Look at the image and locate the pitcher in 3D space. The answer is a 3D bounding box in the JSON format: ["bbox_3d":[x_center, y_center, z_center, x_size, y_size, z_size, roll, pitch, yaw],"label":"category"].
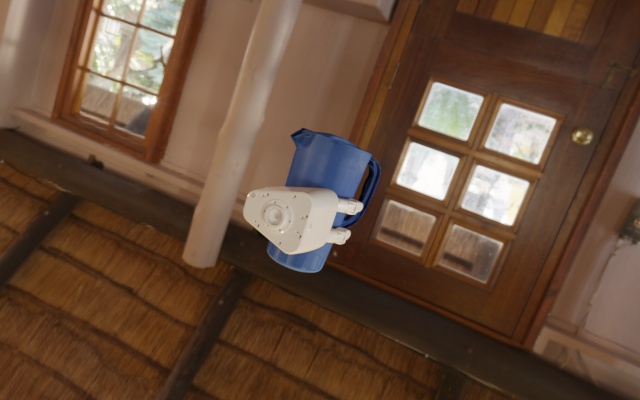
[{"bbox_3d":[0.000,0.003,0.860,0.149,0.243,0.145,22,9,16],"label":"pitcher"}]
